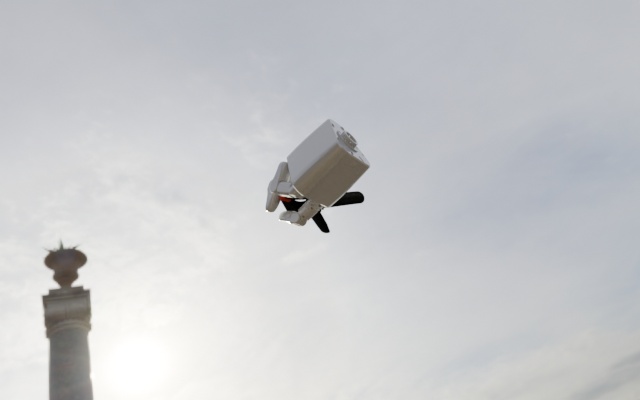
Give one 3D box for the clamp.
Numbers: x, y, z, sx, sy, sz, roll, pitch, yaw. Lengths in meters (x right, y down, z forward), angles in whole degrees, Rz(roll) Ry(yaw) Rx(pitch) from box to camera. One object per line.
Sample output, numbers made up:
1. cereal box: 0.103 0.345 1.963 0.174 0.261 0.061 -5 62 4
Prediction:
1. clamp: 0.000 0.003 0.898 0.120 0.039 0.171 -43 -40 19
